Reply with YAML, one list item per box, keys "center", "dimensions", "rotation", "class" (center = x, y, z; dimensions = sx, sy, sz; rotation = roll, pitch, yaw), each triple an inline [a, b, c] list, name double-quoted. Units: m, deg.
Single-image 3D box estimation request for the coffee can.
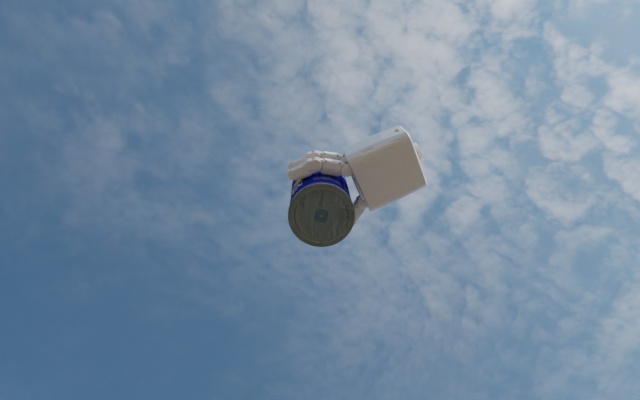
- center: [0.000, 0.003, 0.789]
  dimensions: [0.103, 0.103, 0.140]
  rotation: [0, 18, -1]
  class: "coffee can"
